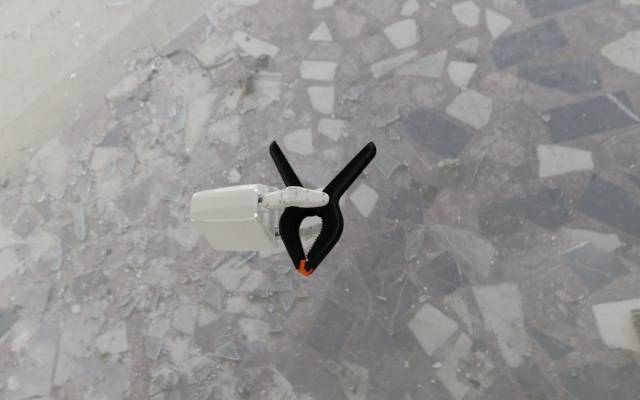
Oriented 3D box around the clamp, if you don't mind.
[{"bbox_3d":[0.000,0.002,0.685,0.164,0.210,0.036,-4,-21,14],"label":"clamp"}]
